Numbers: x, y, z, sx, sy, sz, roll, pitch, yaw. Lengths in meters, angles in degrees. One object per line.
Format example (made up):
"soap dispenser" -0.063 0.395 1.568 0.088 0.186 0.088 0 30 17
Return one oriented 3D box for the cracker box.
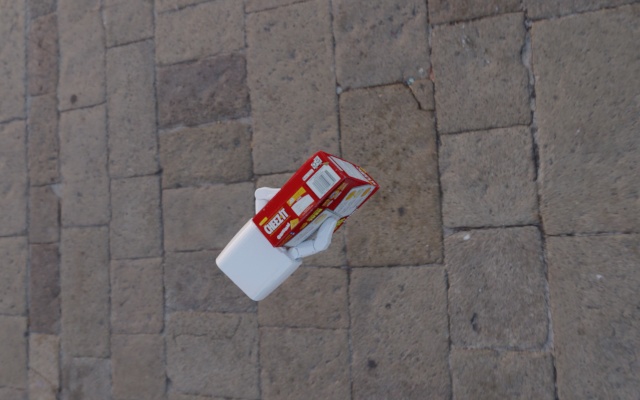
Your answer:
"cracker box" 0.000 0.003 0.836 0.164 0.072 0.214 -45 -17 13
